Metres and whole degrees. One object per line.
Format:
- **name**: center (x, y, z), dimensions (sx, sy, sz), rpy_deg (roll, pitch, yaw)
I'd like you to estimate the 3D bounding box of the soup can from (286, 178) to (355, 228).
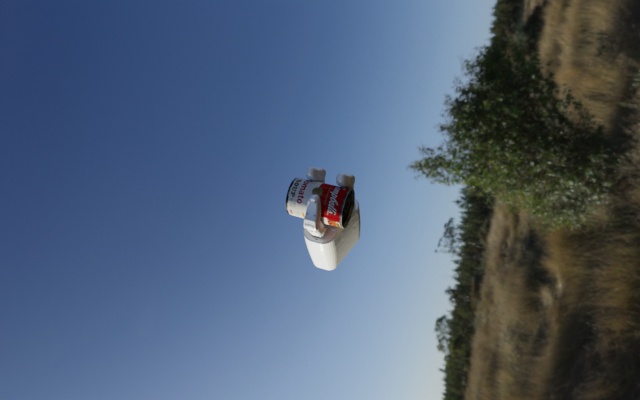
- **soup can**: center (0.000, 0.002, 0.814), dimensions (0.102, 0.068, 0.068), rpy_deg (13, 4, 18)
